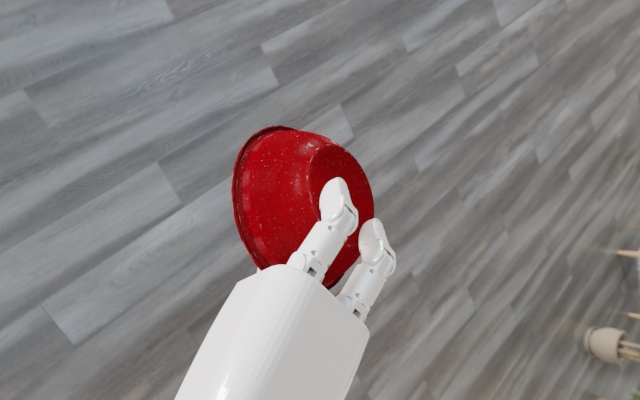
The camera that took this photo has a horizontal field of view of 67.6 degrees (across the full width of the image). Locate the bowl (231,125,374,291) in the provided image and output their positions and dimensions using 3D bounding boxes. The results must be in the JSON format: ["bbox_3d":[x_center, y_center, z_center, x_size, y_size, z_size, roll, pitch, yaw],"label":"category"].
[{"bbox_3d":[0.001,0.000,0.429,0.055,0.162,0.162,-18,-12,38],"label":"bowl"}]
